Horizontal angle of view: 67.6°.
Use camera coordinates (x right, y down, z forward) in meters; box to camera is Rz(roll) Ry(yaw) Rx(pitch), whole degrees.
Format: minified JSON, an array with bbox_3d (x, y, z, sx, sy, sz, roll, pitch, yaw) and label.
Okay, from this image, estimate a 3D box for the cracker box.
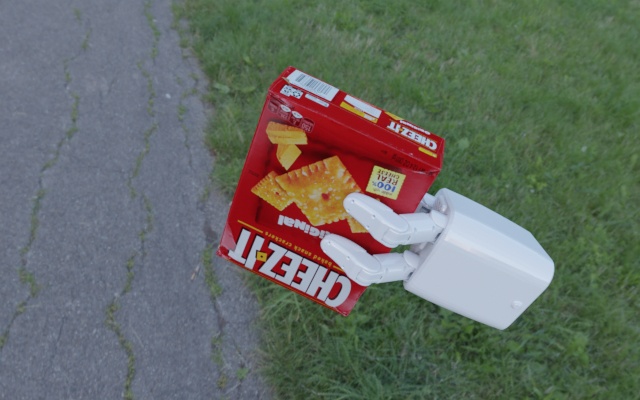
[{"bbox_3d":[0.000,0.001,0.481,0.164,0.214,0.072,26,36,1],"label":"cracker box"}]
